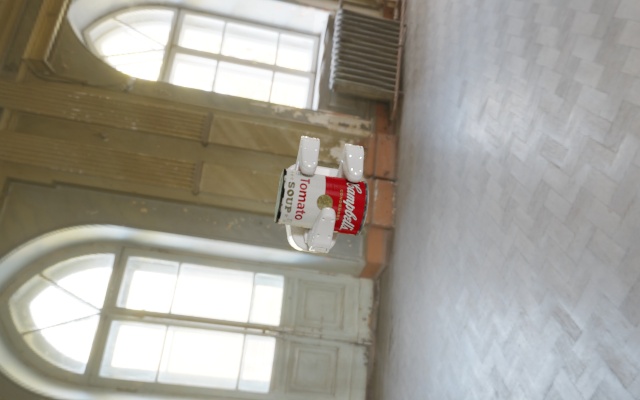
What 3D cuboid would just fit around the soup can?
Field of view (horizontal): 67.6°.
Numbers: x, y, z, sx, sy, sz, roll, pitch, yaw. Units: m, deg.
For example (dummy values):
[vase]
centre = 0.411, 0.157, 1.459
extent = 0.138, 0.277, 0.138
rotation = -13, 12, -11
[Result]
[soup can]
centre = 0.000, 0.002, 0.573
extent = 0.102, 0.068, 0.068
rotation = 9, -1, -8
